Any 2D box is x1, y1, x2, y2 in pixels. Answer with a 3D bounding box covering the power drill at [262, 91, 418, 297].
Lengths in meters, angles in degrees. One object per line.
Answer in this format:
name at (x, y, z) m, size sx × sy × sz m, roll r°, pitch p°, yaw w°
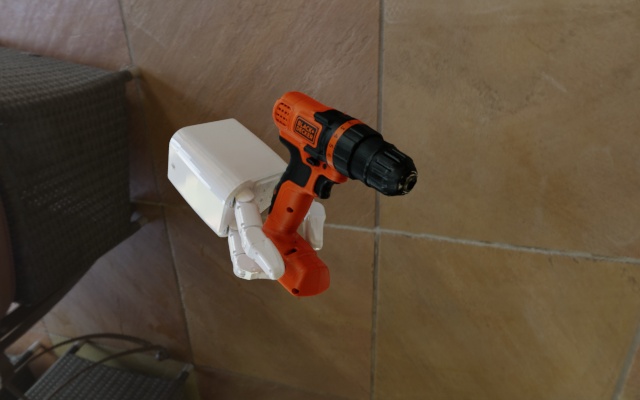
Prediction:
power drill at (0.000, 0.002, 0.487) m, size 0.057 × 0.188 × 0.184 m, roll -2°, pitch 30°, yaw -43°
